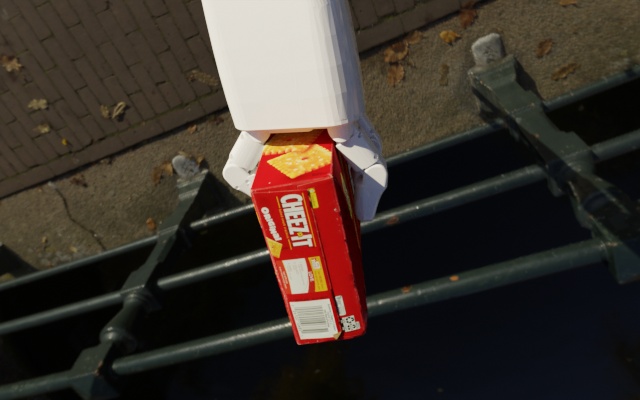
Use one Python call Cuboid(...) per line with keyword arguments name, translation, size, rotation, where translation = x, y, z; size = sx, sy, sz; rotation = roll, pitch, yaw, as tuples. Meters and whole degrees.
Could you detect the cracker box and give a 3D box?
Cuboid(name="cracker box", translation=(0.000, 0.002, 0.466), size=(0.072, 0.164, 0.213), rotation=(-9, 30, 8))
